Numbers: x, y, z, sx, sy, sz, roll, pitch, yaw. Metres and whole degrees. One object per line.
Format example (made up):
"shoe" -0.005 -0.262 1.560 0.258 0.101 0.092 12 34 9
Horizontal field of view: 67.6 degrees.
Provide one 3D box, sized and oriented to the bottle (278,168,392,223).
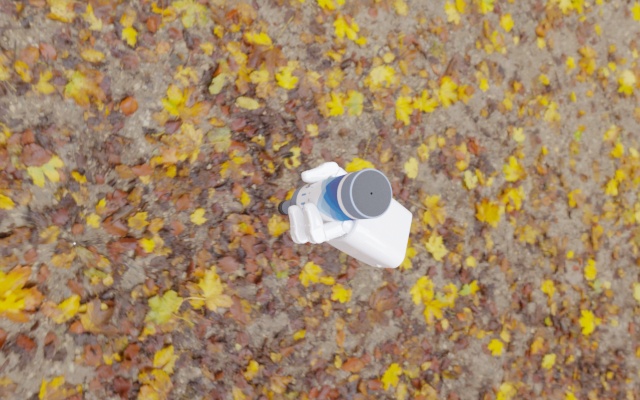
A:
"bottle" 0.000 0.002 0.755 0.069 0.069 0.296 0 -5 -27
